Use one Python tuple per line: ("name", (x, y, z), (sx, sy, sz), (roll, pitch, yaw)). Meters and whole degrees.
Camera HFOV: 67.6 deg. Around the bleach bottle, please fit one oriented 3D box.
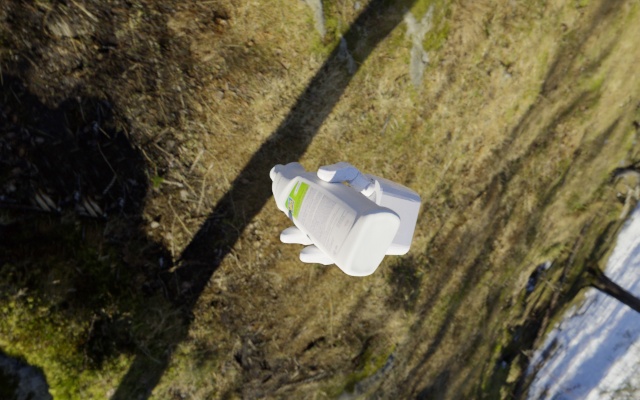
("bleach bottle", (0.000, 0.002, 0.697), (0.068, 0.102, 0.250), (12, 19, -41))
